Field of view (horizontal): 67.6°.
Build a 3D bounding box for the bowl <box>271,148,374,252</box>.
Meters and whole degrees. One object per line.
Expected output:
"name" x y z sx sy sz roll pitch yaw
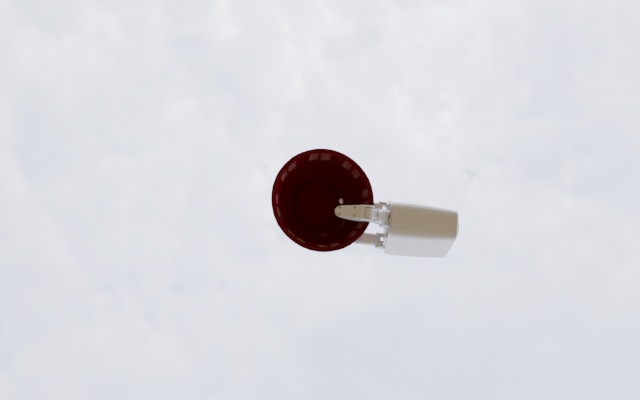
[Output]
"bowl" -0.001 0.002 0.756 0.162 0.162 0.055 0 -9 -11
